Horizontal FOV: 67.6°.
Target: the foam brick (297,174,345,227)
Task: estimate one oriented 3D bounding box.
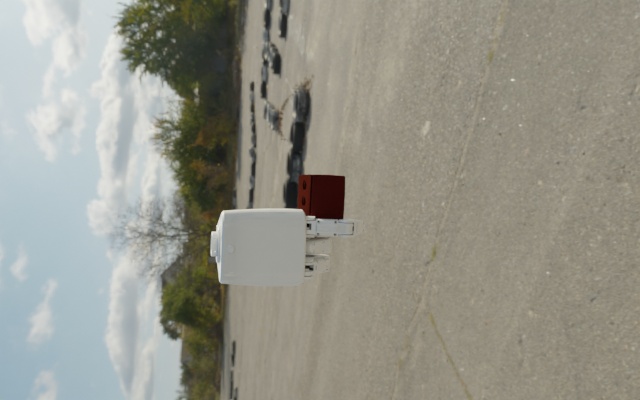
[{"bbox_3d":[0.000,0.002,0.661,0.051,0.078,0.053,2,2,-20],"label":"foam brick"}]
